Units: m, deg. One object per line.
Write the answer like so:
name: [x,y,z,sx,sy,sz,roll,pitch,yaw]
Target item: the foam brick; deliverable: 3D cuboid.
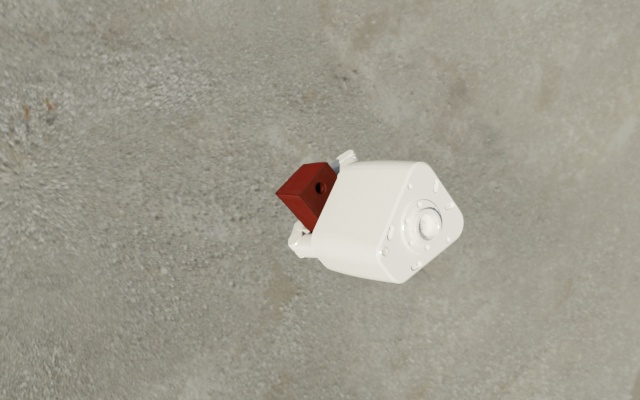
foam brick: [0.000,0.002,0.538,0.078,0.053,0.051,50,-24,-23]
